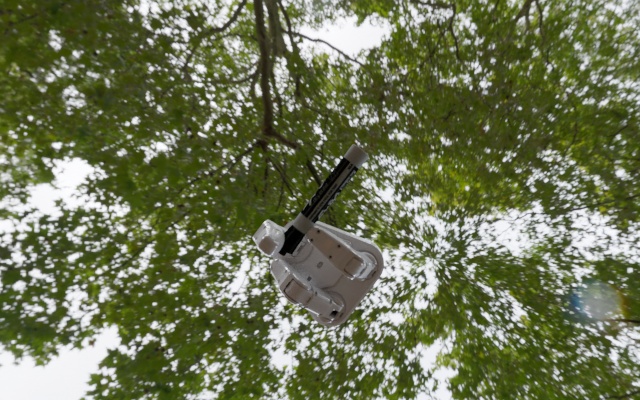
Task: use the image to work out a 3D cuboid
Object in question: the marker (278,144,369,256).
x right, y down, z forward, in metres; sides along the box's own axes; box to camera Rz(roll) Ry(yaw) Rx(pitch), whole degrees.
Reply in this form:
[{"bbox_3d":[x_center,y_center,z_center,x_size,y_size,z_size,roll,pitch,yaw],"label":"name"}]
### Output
[{"bbox_3d":[0.000,0.001,0.438,0.020,0.121,0.020,38,3,-2],"label":"marker"}]
